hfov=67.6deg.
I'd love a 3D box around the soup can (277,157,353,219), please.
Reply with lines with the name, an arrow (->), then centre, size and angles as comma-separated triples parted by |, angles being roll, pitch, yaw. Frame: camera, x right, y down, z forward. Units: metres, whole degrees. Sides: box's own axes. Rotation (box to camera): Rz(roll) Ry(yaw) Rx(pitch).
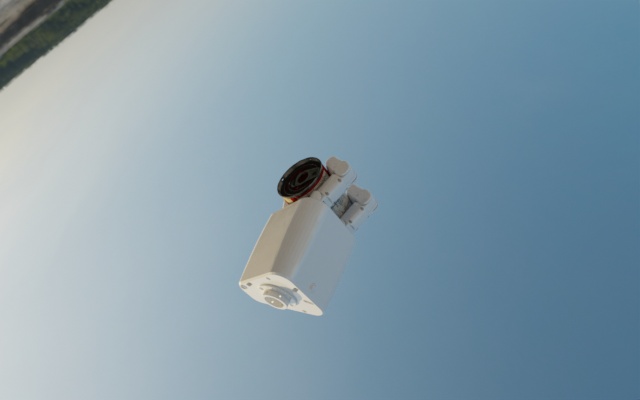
soup can -> 0.000, 0.002, 0.628 | 0.068, 0.068, 0.102 | 0, -39, 45
